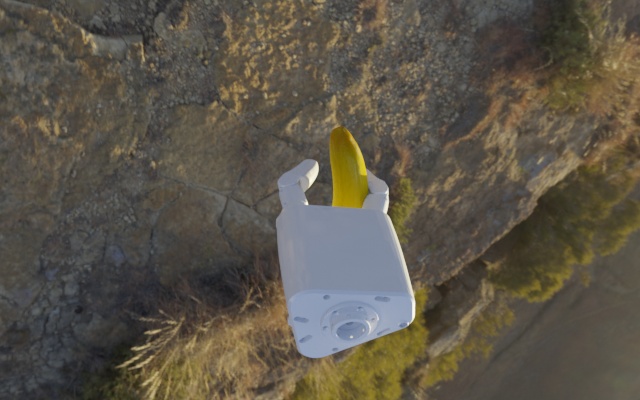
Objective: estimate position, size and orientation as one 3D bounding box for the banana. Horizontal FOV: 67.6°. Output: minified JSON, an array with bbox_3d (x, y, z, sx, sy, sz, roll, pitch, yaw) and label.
[{"bbox_3d":[0.017,0.011,0.531,0.069,0.198,0.037,21,39,-1],"label":"banana"}]
